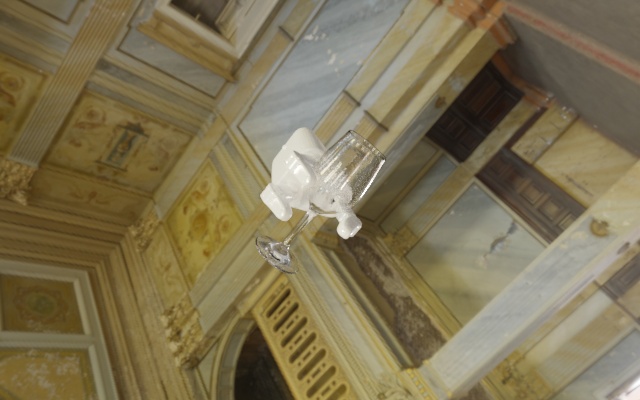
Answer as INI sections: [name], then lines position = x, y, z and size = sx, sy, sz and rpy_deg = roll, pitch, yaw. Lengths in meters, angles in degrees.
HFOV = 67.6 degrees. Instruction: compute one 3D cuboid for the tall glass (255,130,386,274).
[tall glass]
position = 0.000, 0.003, 0.640
size = 0.079, 0.201, 0.079
rpy_deg = 36, 17, -13
